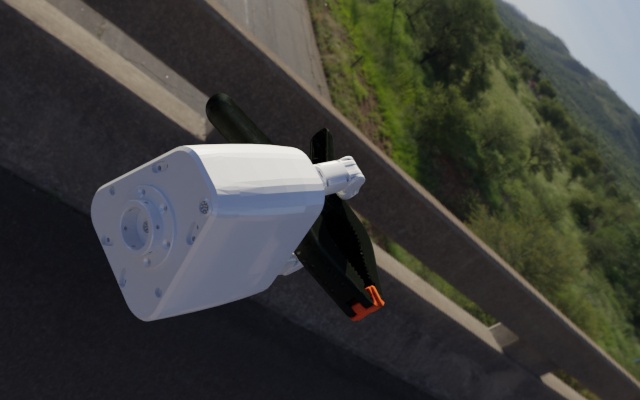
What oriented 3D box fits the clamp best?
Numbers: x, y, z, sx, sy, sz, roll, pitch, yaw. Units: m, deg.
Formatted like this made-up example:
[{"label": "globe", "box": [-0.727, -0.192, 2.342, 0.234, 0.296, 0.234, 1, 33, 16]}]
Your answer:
[{"label": "clamp", "box": [0.001, 0.001, 0.424, 0.036, 0.210, 0.164, -38, -17, 28]}]
